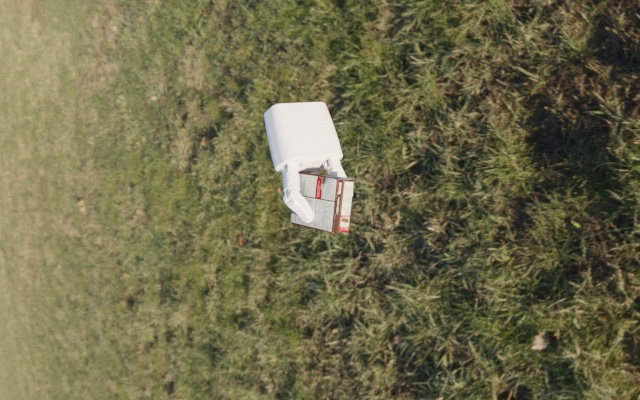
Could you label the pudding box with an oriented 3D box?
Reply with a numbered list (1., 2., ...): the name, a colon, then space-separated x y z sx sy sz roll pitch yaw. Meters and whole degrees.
1. pudding box: 0.000 0.003 0.786 0.039 0.090 0.113 1 6 -41
